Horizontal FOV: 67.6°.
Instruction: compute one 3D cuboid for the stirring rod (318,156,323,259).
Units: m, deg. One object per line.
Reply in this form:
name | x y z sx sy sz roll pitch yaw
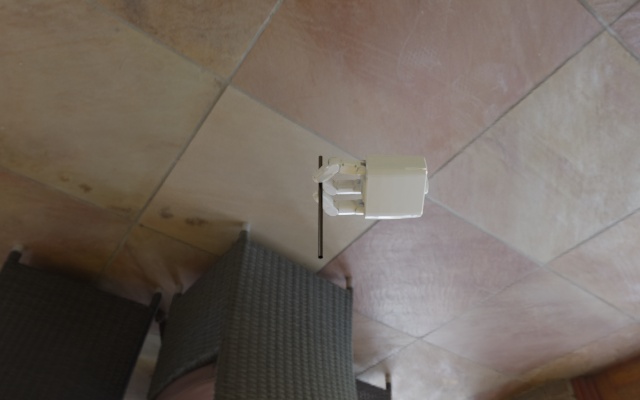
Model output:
stirring rod | 0.000 0.003 0.820 0.011 0.011 0.239 0 45 0
